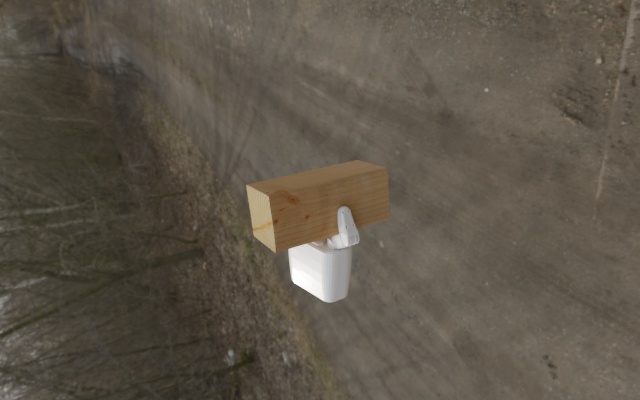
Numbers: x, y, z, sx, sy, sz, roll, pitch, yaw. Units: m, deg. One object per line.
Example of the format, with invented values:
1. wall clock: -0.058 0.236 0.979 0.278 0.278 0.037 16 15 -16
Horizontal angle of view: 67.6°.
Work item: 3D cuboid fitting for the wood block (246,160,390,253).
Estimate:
1. wood block: 0.000 0.003 0.759 0.206 0.090 0.091 -15 20 -26
